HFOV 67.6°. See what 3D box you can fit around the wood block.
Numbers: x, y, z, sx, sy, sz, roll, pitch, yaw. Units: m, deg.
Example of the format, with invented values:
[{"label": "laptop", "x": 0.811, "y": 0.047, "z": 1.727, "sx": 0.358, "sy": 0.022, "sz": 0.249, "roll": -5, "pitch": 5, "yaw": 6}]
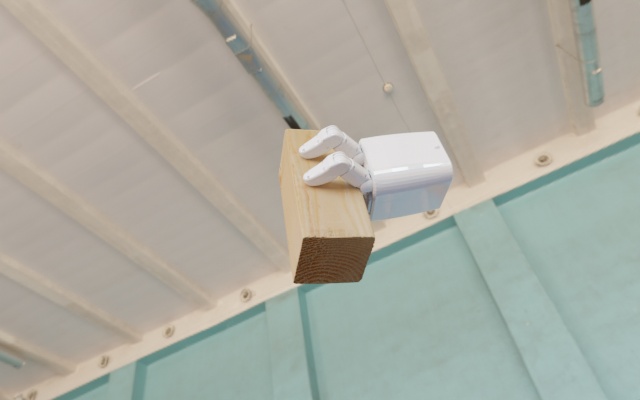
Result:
[{"label": "wood block", "x": 0.000, "y": 0.002, "z": 0.645, "sx": 0.090, "sy": 0.091, "sz": 0.206, "roll": 1, "pitch": 44, "yaw": -12}]
